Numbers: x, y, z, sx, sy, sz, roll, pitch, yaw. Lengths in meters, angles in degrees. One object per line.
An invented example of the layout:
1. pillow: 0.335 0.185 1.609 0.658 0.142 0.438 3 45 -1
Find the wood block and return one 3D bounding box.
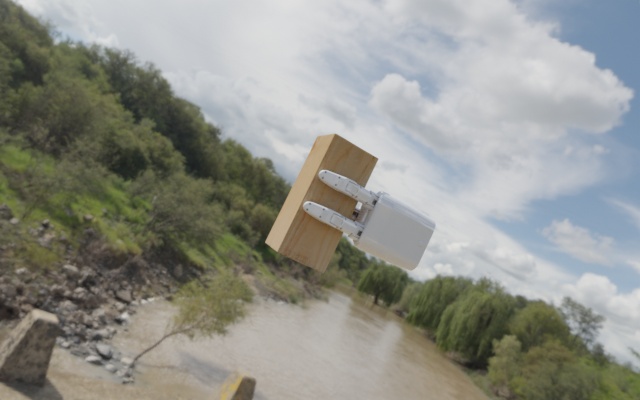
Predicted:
1. wood block: 0.000 0.003 0.794 0.090 0.206 0.091 27 -5 -19
